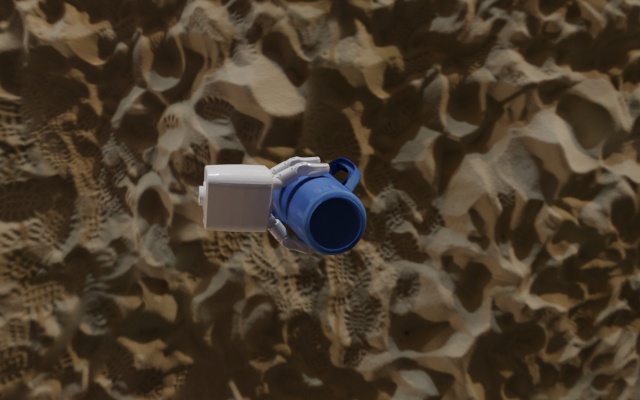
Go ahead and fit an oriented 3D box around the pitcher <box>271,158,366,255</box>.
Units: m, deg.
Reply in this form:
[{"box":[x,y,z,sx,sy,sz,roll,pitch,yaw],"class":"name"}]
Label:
[{"box":[0.000,0.003,0.853,0.145,0.149,0.242,3,12,-17],"class":"pitcher"}]
